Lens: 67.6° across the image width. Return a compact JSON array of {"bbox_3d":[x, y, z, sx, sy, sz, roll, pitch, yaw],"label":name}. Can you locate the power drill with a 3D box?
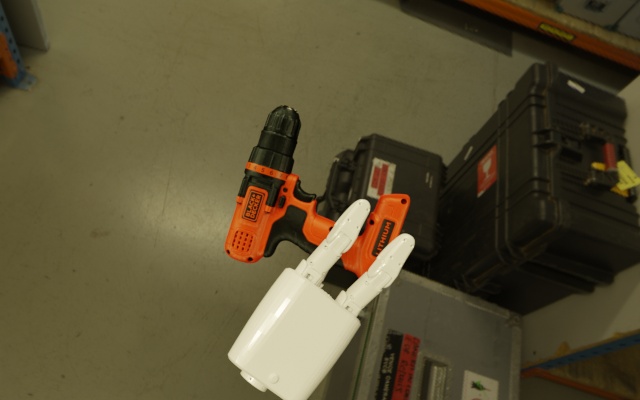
[{"bbox_3d":[0.000,0.002,0.539,0.187,0.184,0.057,18,3,6],"label":"power drill"}]
